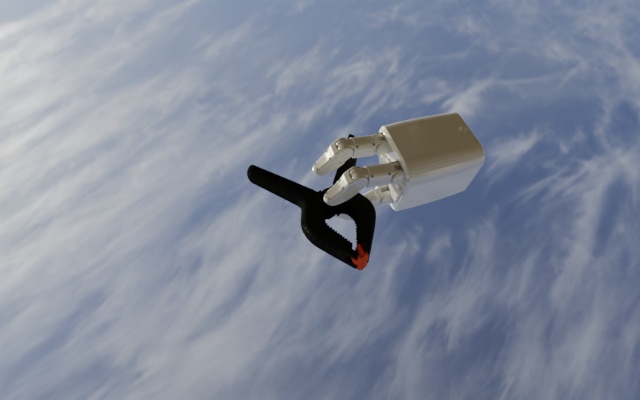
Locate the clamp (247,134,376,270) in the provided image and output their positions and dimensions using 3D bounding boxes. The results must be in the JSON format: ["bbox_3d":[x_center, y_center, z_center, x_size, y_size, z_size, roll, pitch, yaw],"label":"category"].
[{"bbox_3d":[0.001,0.003,0.613,0.164,0.209,0.036,-14,-40,-8],"label":"clamp"}]
